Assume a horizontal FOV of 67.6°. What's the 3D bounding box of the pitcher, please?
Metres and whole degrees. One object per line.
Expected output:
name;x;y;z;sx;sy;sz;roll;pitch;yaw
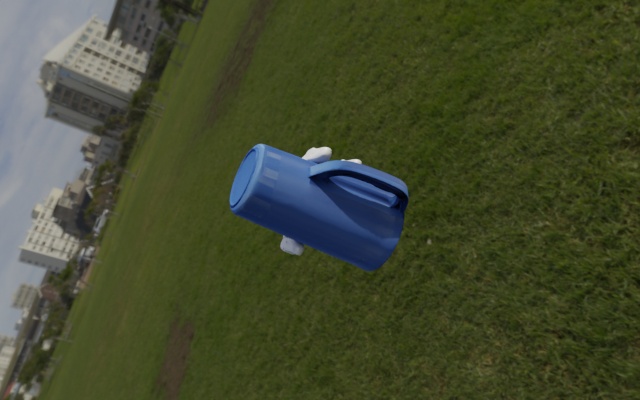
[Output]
pitcher;0.000;0.002;0.710;0.243;0.149;0.145;22;2;-22
